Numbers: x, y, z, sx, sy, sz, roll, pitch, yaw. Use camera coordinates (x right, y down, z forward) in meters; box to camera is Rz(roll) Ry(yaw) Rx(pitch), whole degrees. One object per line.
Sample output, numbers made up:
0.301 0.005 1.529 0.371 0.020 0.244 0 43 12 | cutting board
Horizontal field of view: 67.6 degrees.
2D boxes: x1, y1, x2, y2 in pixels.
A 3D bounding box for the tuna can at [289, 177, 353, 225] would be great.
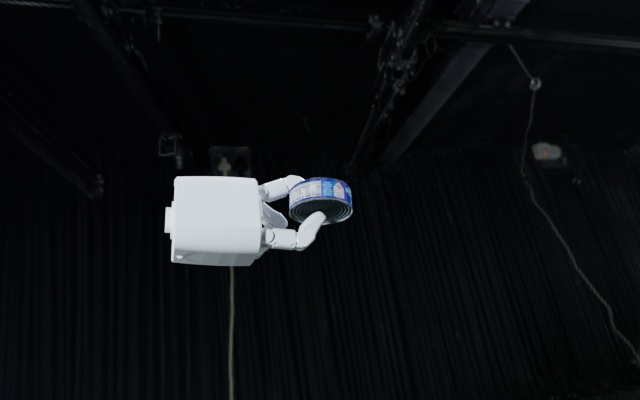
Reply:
0.000 0.002 0.648 0.086 0.033 0.086 -2 -25 -1 | tuna can
